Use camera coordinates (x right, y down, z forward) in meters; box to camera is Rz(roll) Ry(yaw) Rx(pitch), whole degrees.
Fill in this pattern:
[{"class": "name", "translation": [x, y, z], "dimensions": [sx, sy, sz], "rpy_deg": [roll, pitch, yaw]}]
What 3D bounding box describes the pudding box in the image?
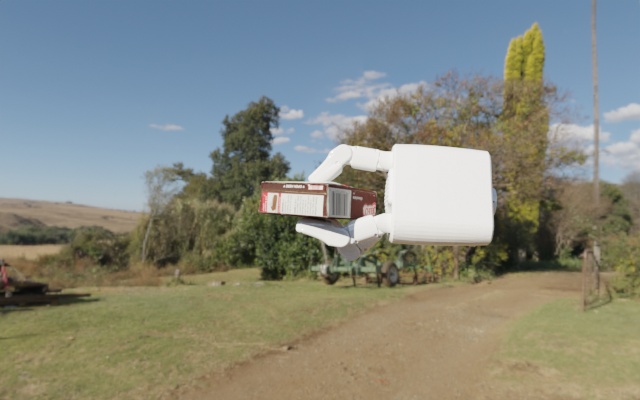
[{"class": "pudding box", "translation": [0.000, 0.002, 0.541], "dimensions": [0.090, 0.039, 0.113], "rpy_deg": [2, -4, 33]}]
